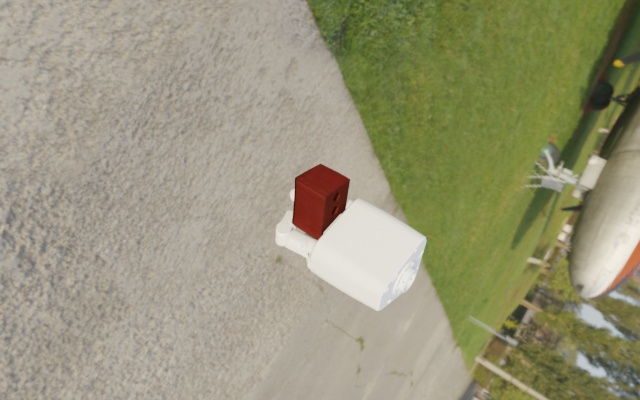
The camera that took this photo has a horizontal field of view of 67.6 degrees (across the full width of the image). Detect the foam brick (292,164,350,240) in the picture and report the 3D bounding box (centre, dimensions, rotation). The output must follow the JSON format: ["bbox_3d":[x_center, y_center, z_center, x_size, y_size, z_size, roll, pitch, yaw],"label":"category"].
[{"bbox_3d":[0.000,0.002,0.620,0.051,0.078,0.053,30,44,27],"label":"foam brick"}]
